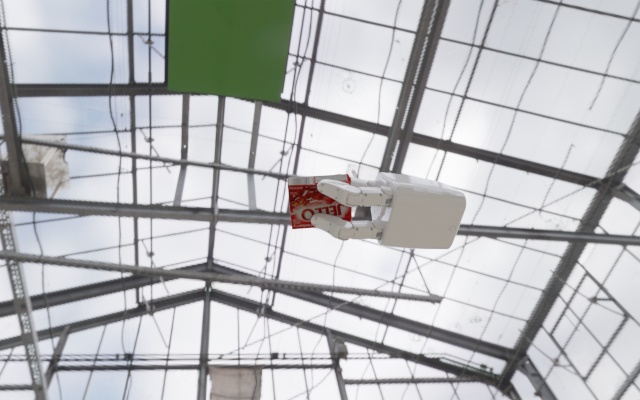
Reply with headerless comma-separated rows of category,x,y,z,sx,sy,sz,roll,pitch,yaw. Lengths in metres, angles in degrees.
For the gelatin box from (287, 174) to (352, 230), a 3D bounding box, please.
gelatin box,0.000,0.002,0.681,0.089,0.073,0.030,-3,30,1
